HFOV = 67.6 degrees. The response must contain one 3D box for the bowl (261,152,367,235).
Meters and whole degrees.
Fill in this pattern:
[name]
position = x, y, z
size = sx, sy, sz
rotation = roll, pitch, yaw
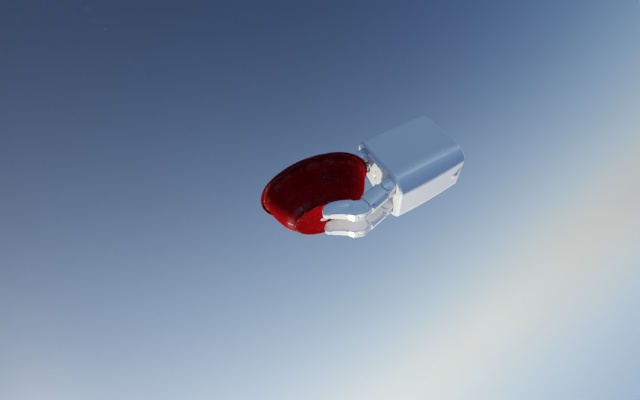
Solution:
[bowl]
position = -0.001, 0.003, 0.674
size = 0.162, 0.055, 0.162
rotation = -17, -27, -9
